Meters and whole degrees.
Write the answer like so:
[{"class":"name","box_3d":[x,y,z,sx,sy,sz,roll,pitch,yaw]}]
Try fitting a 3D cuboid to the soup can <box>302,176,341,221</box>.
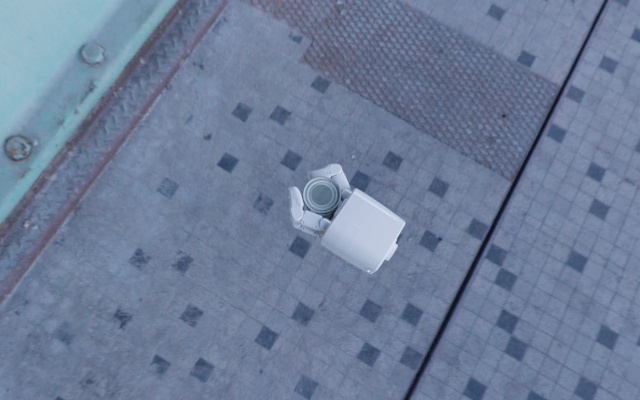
[{"class":"soup can","box_3d":[0.000,0.002,0.847,0.068,0.068,0.102,0,-14,-2]}]
